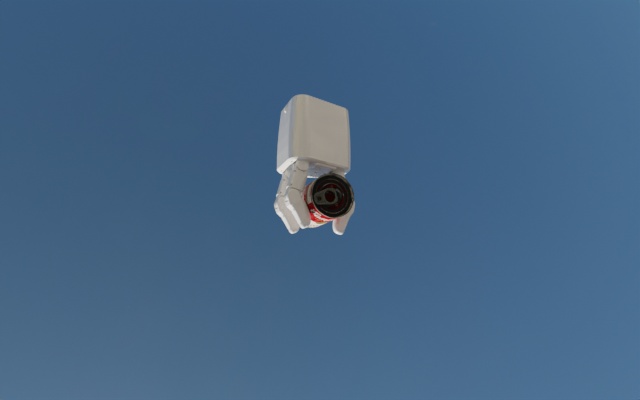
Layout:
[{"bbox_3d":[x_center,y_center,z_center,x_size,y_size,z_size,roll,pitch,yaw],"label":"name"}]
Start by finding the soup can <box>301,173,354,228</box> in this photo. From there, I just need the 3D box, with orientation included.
[{"bbox_3d":[0.000,0.003,0.742,0.068,0.068,0.102,0,-12,-22],"label":"soup can"}]
